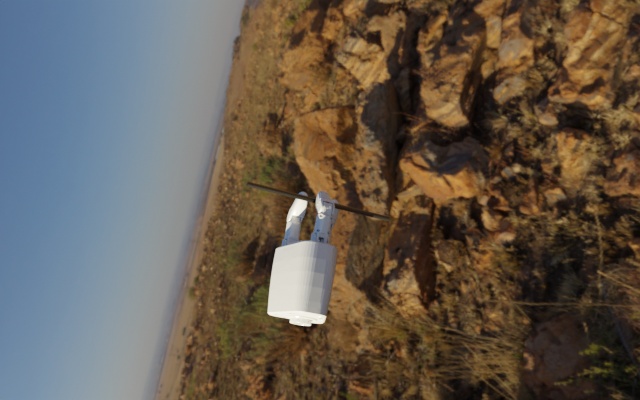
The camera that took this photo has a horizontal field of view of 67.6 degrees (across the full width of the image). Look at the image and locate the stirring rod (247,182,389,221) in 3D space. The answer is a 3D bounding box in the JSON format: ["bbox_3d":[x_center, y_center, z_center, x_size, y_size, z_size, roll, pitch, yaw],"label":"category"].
[{"bbox_3d":[0.000,0.003,0.764,0.239,0.011,0.011,14,-4,-15],"label":"stirring rod"}]
